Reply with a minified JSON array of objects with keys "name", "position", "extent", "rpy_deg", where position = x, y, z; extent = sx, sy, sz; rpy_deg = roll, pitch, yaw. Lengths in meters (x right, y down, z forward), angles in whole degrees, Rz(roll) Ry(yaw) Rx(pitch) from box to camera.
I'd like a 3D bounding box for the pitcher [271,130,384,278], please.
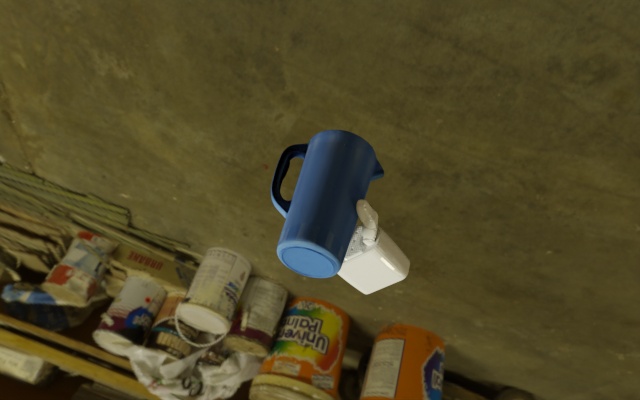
[{"name":"pitcher","position":[0.000,0.003,0.824],"extent":[0.149,0.242,0.145],"rpy_deg":[-15,-47,38]}]
